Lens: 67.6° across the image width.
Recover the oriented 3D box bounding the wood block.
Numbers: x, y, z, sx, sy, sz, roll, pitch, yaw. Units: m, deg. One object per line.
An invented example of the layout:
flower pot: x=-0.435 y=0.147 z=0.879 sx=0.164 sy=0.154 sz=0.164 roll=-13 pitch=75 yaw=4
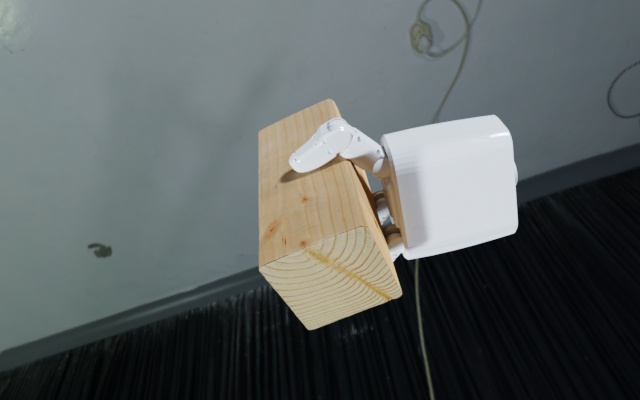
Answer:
wood block: x=0.000 y=0.001 z=0.454 sx=0.090 sy=0.091 sz=0.206 roll=-23 pitch=37 yaw=10
